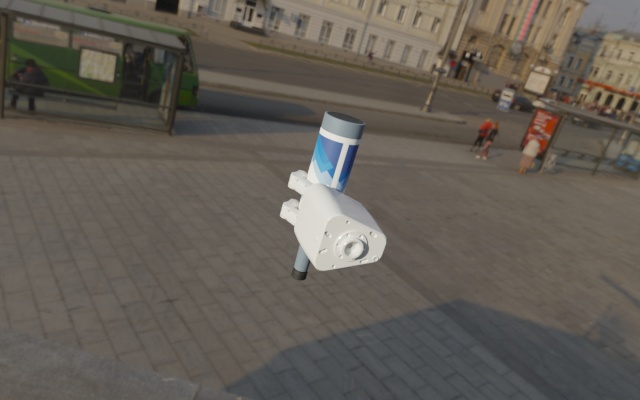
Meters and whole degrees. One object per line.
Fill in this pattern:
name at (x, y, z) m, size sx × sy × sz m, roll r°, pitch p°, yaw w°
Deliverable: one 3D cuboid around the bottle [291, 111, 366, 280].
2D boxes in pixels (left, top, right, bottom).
bottle at (0.000, 0.002, 0.800) m, size 0.069 × 0.296 × 0.069 m, roll 15°, pitch 20°, yaw -5°
